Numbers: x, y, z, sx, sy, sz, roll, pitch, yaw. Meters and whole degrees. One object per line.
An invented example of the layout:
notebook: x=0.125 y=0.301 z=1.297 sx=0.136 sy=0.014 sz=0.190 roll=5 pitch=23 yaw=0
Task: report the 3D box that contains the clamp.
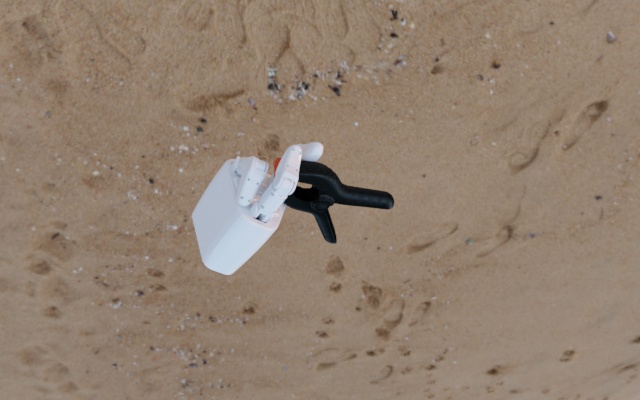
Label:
clamp: x=0.000 y=0.002 z=0.634 sx=0.171 sy=0.039 sz=0.120 roll=26 pitch=-56 yaw=-27
